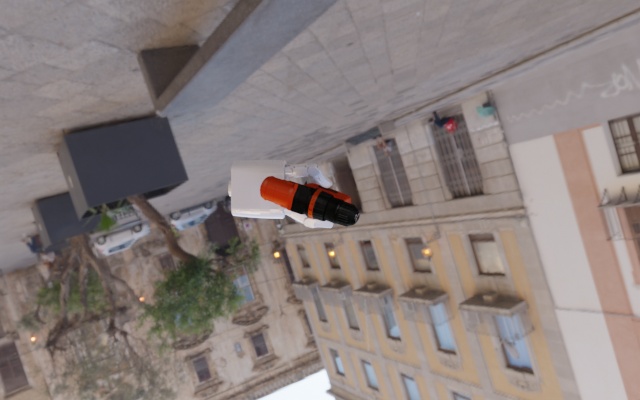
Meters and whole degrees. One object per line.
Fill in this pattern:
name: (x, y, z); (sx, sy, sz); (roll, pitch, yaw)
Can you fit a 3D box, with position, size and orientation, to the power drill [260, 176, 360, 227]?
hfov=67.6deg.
power drill: (0.000, 0.003, 0.893); (0.184, 0.057, 0.187); (20, 3, 16)
